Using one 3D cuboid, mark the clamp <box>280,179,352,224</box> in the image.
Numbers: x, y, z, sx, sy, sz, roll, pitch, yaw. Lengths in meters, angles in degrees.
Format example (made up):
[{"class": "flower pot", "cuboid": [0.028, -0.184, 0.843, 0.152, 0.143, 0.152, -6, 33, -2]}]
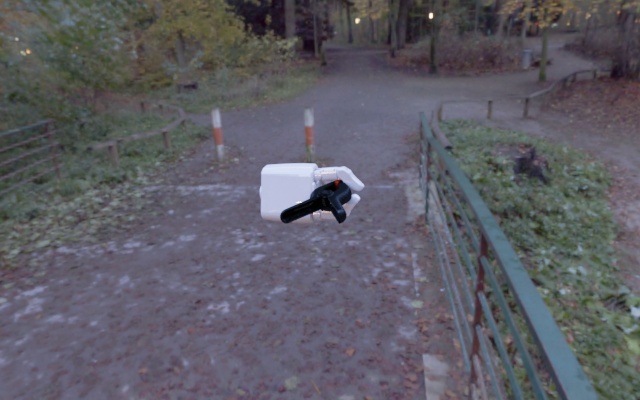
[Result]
[{"class": "clamp", "cuboid": [0.000, 0.002, 0.877, 0.120, 0.039, 0.171, 1, 20, 13]}]
